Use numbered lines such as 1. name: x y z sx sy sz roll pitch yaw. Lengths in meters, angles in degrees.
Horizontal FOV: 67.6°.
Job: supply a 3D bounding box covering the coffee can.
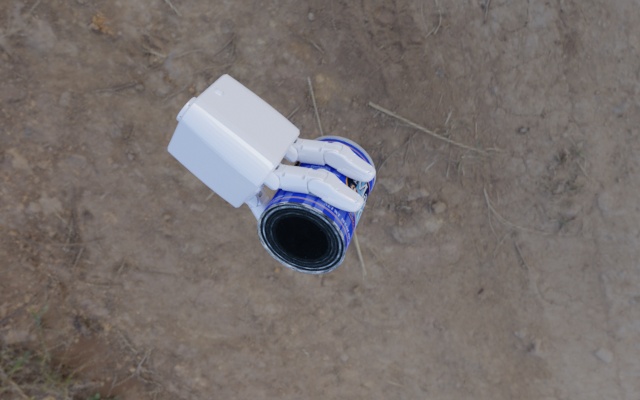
1. coffee can: 0.000 0.002 0.568 0.103 0.103 0.140 0 37 23
